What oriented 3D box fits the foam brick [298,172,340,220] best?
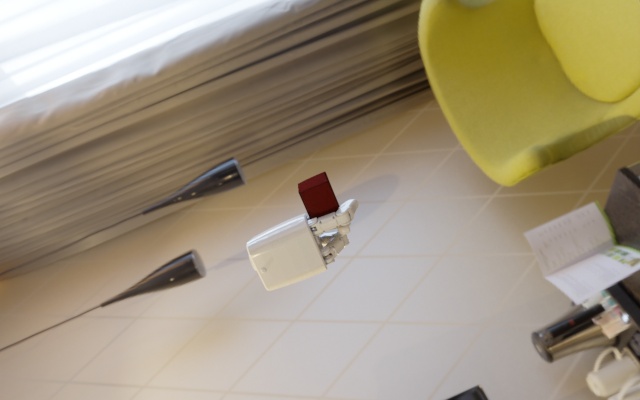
[{"bbox_3d":[0.000,0.002,0.784,0.051,0.078,0.053,-21,20,5],"label":"foam brick"}]
